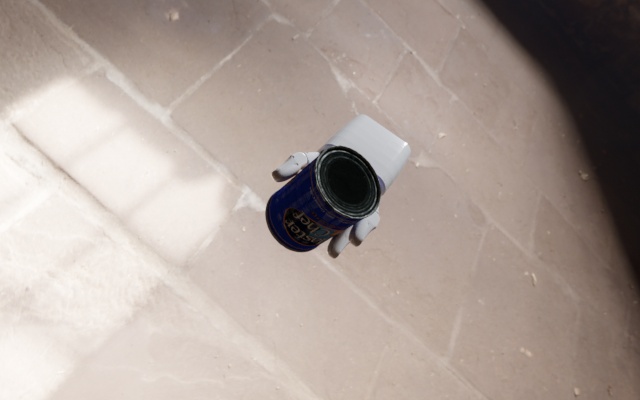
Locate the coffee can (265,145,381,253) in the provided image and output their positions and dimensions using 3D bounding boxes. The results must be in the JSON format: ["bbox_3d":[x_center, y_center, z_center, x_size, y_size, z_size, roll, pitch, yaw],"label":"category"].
[{"bbox_3d":[0.000,0.002,0.656,0.103,0.102,0.140,0,-22,-35],"label":"coffee can"}]
